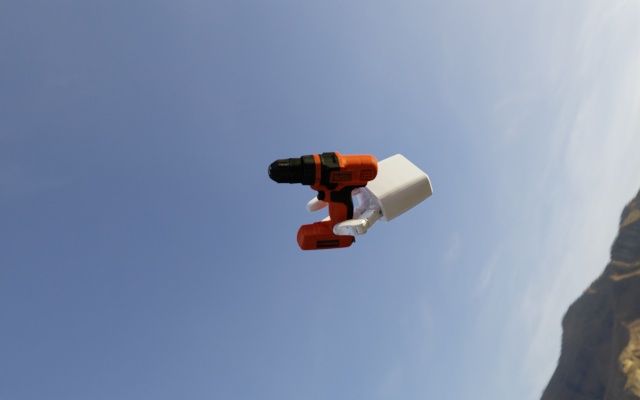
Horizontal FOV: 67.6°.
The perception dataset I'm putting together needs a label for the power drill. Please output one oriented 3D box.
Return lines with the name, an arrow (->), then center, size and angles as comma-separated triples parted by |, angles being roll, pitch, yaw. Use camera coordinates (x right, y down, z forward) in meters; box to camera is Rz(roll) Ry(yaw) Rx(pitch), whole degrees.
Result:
power drill -> 0.000, 0.003, 0.832 | 0.184, 0.188, 0.057 | -2, 40, -10
